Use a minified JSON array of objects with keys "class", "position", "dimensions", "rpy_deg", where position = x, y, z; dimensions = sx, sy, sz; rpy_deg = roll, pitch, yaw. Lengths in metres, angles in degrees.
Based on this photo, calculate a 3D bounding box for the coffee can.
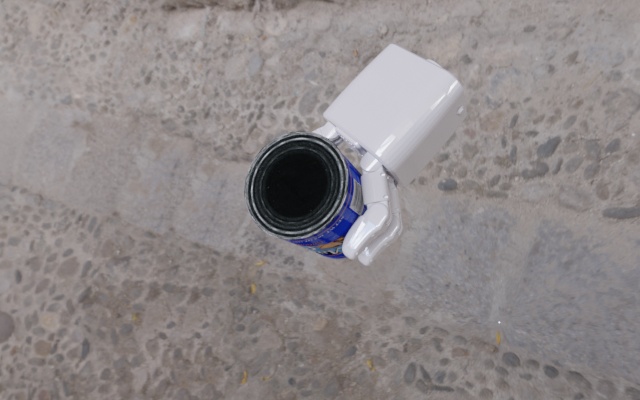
[{"class":"coffee can","position":[0.000,0.002,0.494],"dimensions":[0.103,0.102,0.140],"rpy_deg":[0,-14,20]}]
